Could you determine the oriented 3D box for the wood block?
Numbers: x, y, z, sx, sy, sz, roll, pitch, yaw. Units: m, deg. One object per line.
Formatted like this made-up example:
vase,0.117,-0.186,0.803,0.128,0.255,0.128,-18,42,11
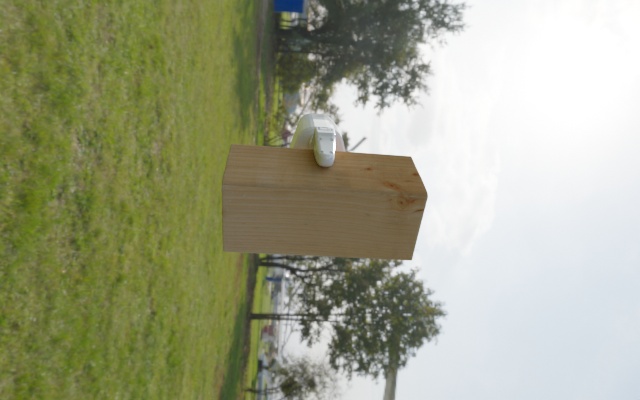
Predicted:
wood block,0.000,0.001,0.529,0.206,0.091,0.090,3,33,-5
